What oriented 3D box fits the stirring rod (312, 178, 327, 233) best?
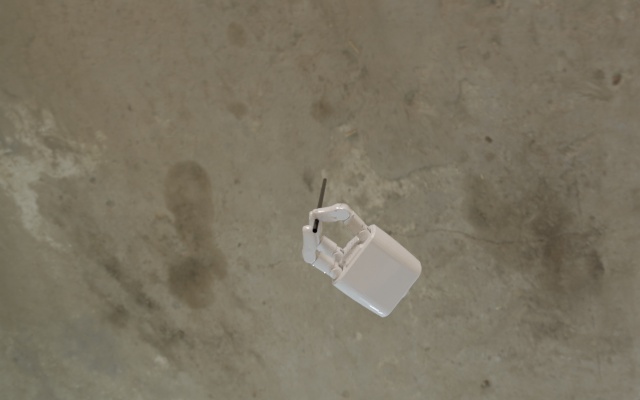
[{"bbox_3d":[0.000,0.003,0.837,0.011,0.011,0.239,0,21,4],"label":"stirring rod"}]
